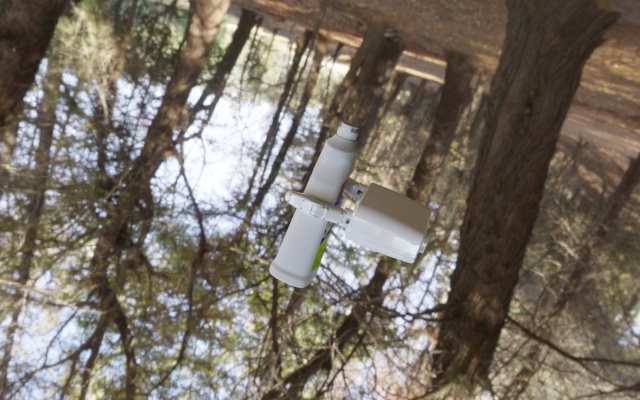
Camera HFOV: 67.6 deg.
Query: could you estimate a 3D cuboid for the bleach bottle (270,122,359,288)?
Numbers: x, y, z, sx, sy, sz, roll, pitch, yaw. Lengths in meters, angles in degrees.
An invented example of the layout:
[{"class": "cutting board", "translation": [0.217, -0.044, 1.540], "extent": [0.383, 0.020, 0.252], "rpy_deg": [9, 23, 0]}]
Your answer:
[{"class": "bleach bottle", "translation": [0.000, 0.002, 0.734], "extent": [0.068, 0.251, 0.102], "rpy_deg": [23, 16, 10]}]
